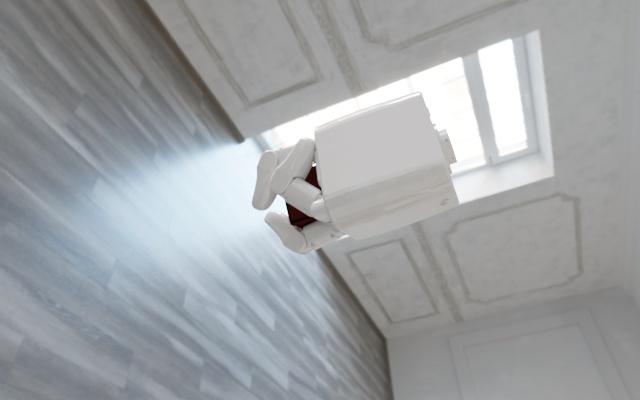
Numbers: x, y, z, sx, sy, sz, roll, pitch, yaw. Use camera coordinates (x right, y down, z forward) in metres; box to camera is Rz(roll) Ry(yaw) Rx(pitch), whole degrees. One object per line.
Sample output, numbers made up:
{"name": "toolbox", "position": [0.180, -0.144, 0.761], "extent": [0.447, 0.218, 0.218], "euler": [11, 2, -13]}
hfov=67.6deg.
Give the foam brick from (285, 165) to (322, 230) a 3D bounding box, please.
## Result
{"name": "foam brick", "position": [0.000, 0.002, 0.504], "extent": [0.051, 0.053, 0.078], "euler": [-19, -19, 15]}
